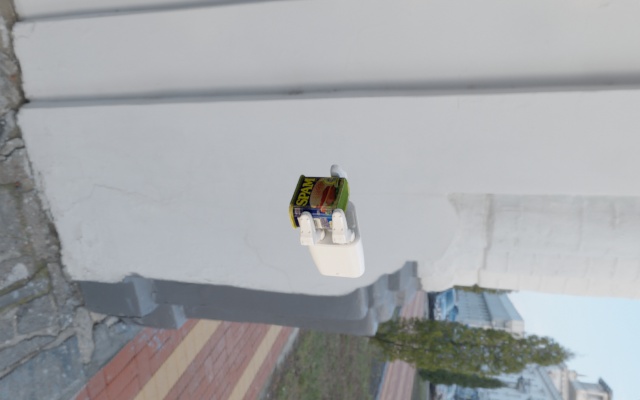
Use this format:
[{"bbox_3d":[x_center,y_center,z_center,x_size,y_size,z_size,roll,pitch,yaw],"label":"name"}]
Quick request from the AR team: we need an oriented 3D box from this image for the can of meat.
[{"bbox_3d":[0.000,0.003,0.832,0.084,0.057,0.102,2,45,16],"label":"can of meat"}]
